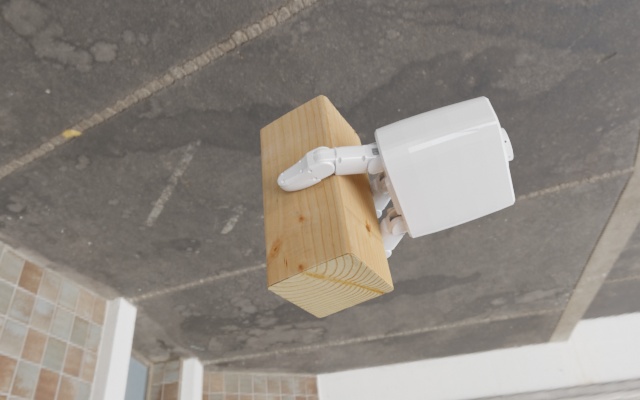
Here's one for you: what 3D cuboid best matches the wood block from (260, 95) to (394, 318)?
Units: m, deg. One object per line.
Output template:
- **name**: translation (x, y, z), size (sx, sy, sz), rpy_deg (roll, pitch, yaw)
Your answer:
- **wood block**: translation (0.000, 0.001, 0.504), size (0.090, 0.206, 0.091), rpy_deg (-26, -41, 21)
